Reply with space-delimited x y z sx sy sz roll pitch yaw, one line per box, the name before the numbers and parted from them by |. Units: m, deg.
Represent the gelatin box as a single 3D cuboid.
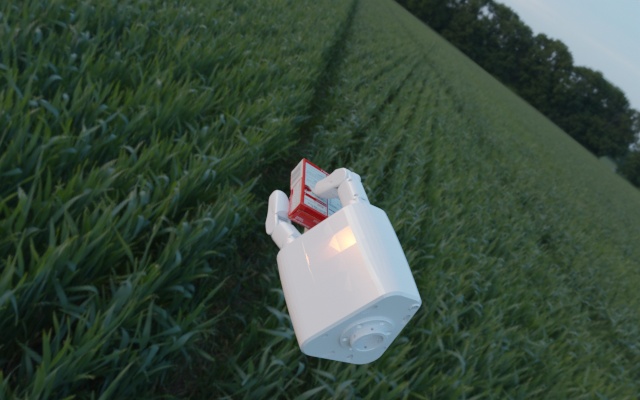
gelatin box | 0.000 0.001 0.559 0.073 0.089 0.030 31 -57 -23
